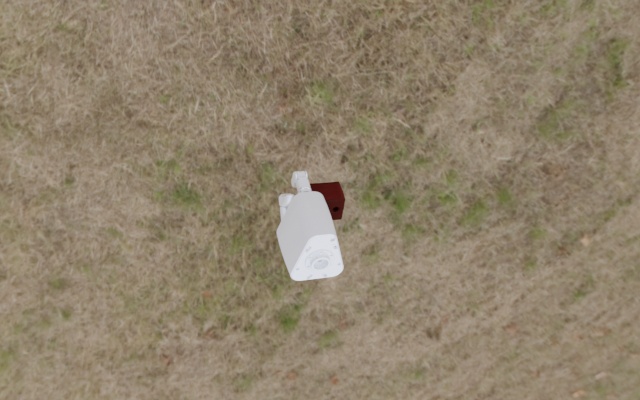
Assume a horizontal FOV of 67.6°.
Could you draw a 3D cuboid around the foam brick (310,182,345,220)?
[{"bbox_3d":[0.000,0.003,0.869,0.078,0.053,0.051,-5,41,-15],"label":"foam brick"}]
